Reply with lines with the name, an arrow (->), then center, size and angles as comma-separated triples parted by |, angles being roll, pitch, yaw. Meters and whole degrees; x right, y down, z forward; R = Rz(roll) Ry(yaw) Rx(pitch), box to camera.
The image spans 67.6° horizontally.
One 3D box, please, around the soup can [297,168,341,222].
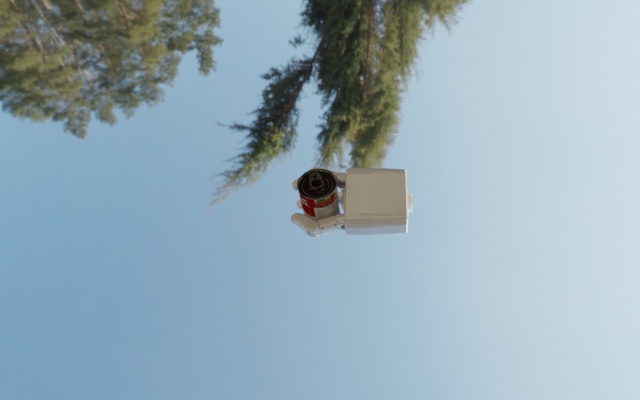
soup can -> 0.000, 0.003, 0.835 | 0.068, 0.068, 0.102 | 0, -39, 8
